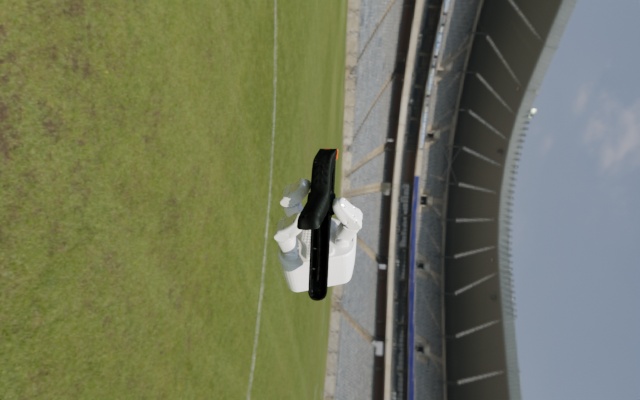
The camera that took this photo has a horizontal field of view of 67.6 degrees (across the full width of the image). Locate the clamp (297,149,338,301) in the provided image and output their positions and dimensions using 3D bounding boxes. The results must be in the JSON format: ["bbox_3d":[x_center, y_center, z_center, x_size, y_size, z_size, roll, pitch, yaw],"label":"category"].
[{"bbox_3d":[0.001,0.002,0.617,0.036,0.209,0.165,3,-33,6],"label":"clamp"}]
